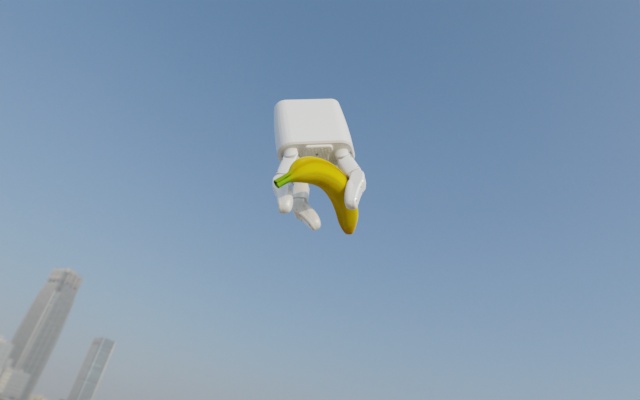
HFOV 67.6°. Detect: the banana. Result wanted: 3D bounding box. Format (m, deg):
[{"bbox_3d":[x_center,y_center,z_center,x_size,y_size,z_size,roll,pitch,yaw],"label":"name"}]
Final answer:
[{"bbox_3d":[0.011,-0.012,0.679,0.198,0.069,0.037,36,11,-48],"label":"banana"}]
